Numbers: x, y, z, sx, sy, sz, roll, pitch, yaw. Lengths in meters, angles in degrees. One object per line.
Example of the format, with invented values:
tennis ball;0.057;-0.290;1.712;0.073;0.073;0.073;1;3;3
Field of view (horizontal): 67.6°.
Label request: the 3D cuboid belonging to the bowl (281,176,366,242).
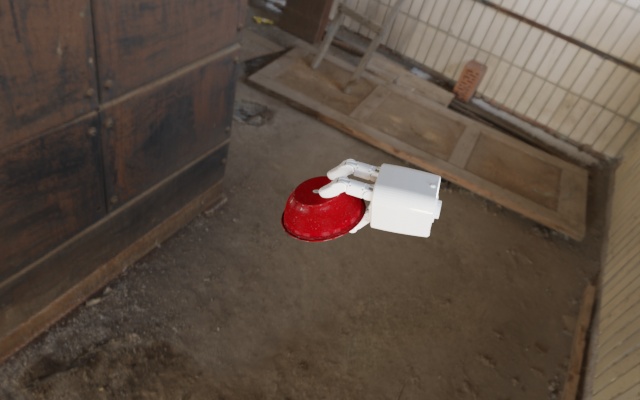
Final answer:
bowl;-0.001;0.003;0.880;0.162;0.055;0.162;-9;36;7
